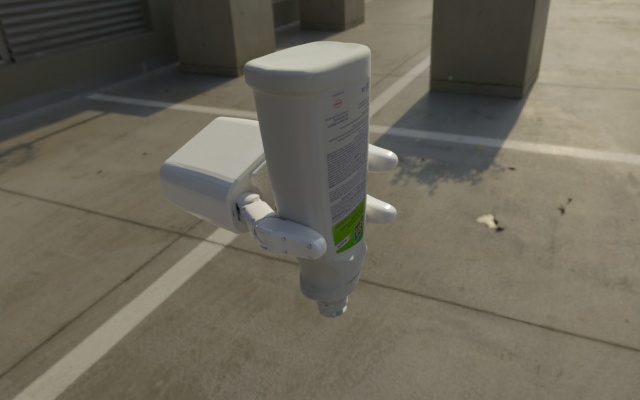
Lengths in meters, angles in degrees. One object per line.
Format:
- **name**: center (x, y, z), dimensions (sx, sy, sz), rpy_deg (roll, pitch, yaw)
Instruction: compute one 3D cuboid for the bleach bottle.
- **bleach bottle**: center (0.000, 0.001, 0.411), dimensions (0.068, 0.251, 0.102), rpy_deg (18, 35, 33)
